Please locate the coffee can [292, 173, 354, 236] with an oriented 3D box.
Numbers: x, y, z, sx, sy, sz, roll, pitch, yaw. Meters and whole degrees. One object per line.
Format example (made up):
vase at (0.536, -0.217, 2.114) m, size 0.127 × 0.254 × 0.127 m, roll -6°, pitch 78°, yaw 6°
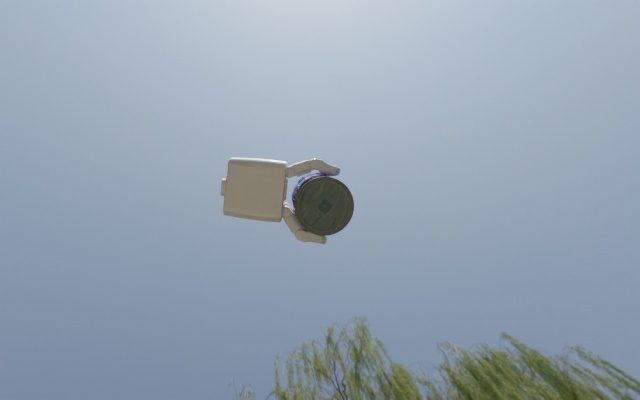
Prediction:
coffee can at (0.000, 0.003, 0.886) m, size 0.103 × 0.103 × 0.140 m, roll 0°, pitch 6°, yaw -6°
